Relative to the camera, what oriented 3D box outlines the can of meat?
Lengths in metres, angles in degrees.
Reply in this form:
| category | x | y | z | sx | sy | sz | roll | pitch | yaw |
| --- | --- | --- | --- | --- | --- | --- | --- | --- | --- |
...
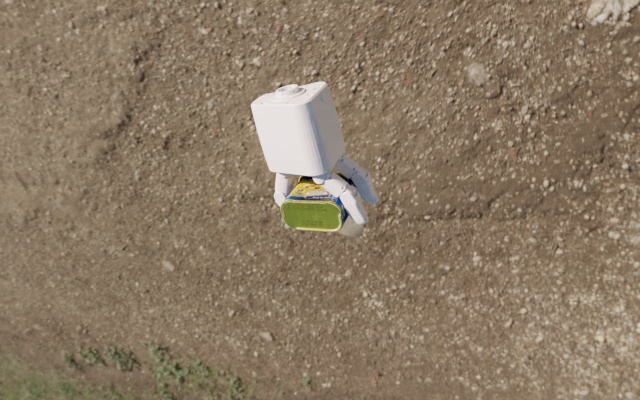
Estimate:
| category | x | y | z | sx | sy | sz | roll | pitch | yaw |
| --- | --- | --- | --- | --- | --- | --- | --- | --- | --- |
| can of meat | 0.000 | 0.003 | 0.725 | 0.102 | 0.057 | 0.084 | 2 | 31 | 23 |
